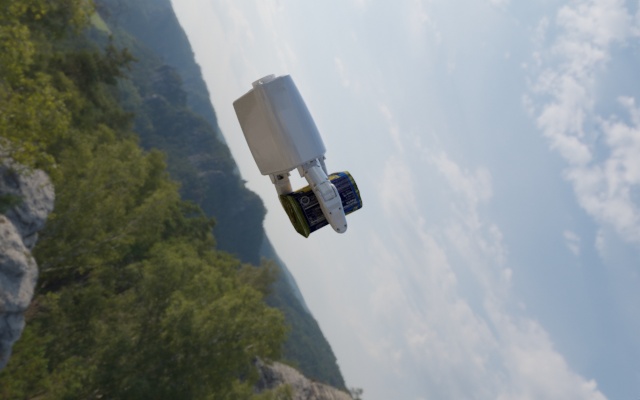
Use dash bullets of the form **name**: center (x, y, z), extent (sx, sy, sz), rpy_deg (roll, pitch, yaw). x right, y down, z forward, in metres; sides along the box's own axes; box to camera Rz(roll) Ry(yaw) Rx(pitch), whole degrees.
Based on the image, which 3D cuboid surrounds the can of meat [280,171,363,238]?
- **can of meat**: center (0.000, 0.002, 0.622), extent (0.084, 0.057, 0.102), rpy_deg (-26, 7, -10)
